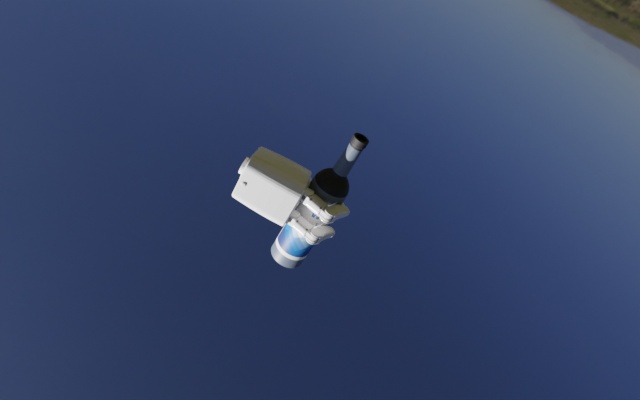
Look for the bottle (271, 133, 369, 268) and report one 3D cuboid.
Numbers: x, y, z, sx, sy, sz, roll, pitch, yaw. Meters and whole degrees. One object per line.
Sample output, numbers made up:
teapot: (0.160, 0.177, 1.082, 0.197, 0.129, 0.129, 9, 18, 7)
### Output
bottle: (0.000, 0.003, 0.846, 0.069, 0.069, 0.296, 0, -44, -39)
